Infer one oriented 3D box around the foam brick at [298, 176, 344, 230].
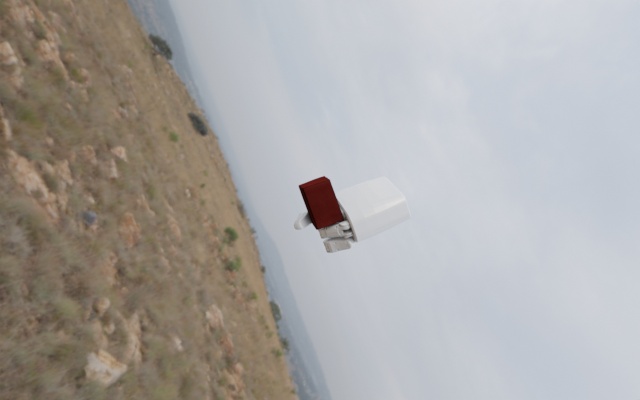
[{"bbox_3d":[0.000,0.002,0.828,0.051,0.078,0.053,-21,14,-6],"label":"foam brick"}]
